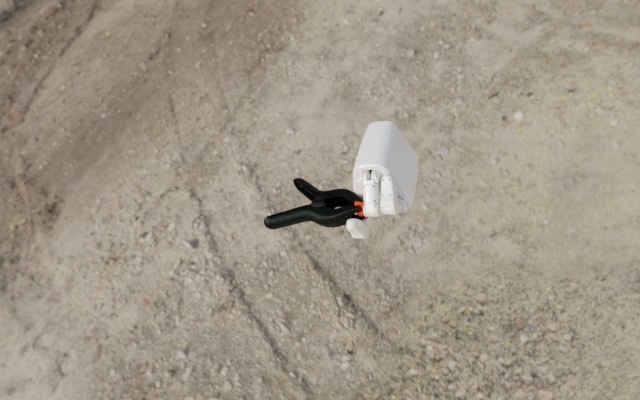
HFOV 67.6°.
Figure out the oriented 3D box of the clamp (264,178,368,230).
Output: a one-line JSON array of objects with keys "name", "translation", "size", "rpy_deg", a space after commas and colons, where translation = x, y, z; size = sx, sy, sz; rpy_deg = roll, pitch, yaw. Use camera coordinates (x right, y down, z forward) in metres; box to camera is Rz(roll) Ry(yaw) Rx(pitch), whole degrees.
[{"name": "clamp", "translation": [0.000, 0.002, 0.789], "size": [0.171, 0.120, 0.039], "rpy_deg": [0, -43, 22]}]
